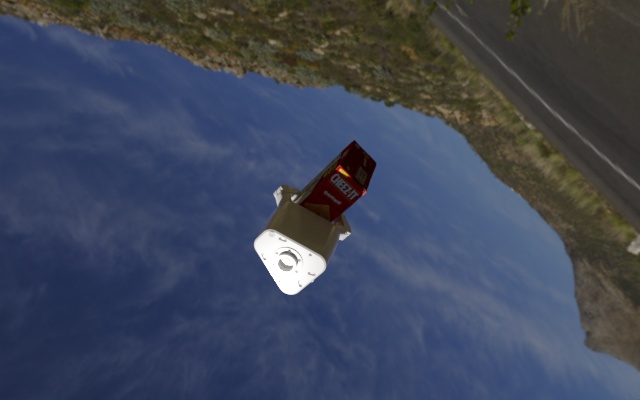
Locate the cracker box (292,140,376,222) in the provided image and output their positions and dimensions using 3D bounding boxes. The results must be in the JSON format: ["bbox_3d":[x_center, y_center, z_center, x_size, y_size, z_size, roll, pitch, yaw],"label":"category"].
[{"bbox_3d":[0.000,0.003,0.874,0.214,0.072,0.164,-43,8,24],"label":"cracker box"}]
